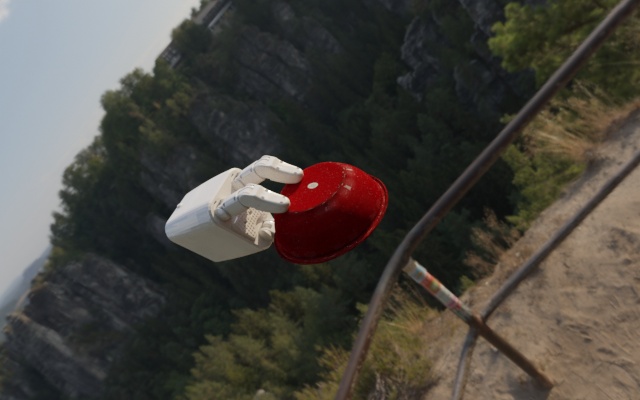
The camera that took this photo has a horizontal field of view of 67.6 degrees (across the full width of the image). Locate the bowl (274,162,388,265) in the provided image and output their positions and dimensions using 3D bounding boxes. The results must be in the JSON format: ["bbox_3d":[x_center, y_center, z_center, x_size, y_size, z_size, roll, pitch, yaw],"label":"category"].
[{"bbox_3d":[0.001,0.001,0.598,0.162,0.055,0.162,-21,34,15],"label":"bowl"}]
